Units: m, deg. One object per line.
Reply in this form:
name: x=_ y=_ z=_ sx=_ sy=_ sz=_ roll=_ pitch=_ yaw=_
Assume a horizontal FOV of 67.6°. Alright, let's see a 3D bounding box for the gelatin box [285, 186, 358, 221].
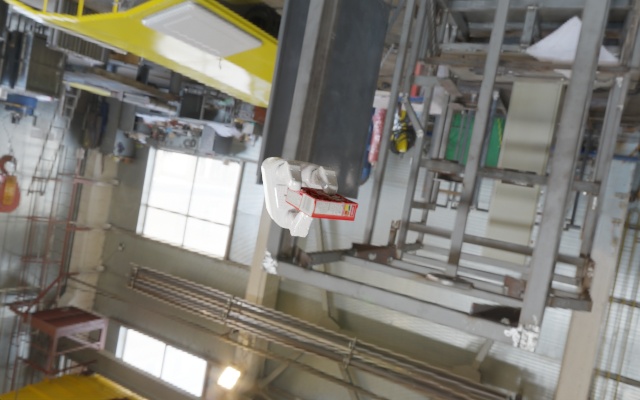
gelatin box: x=0.000 y=0.003 z=0.696 sx=0.073 sy=0.030 sz=0.089 roll=7 pitch=11 yaw=-31
